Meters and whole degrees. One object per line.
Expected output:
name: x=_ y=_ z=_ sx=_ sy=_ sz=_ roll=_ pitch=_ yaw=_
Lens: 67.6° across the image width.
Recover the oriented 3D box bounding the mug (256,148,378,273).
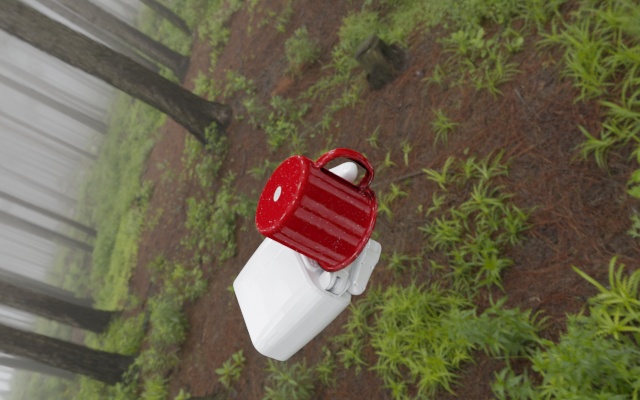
mug: x=0.001 y=0.000 z=0.444 sx=0.081 sy=0.117 sz=0.093 roll=28 pitch=25 yaw=-27
